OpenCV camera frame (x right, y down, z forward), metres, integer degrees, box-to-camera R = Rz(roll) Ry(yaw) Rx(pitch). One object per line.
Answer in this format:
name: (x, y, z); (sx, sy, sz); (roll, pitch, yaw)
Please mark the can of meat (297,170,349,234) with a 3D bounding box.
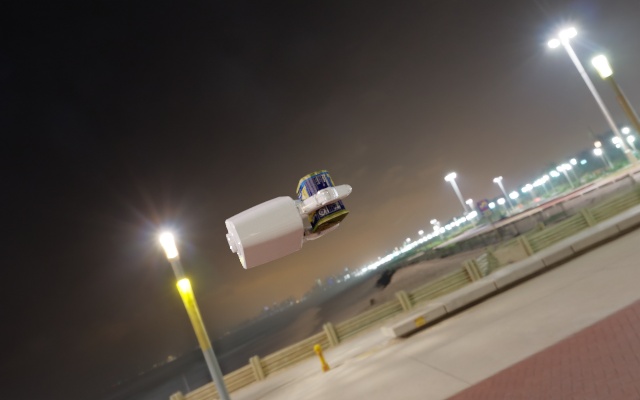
can of meat: (0.000, 0.002, 0.827); (0.057, 0.084, 0.102); (-22, -11, -14)
